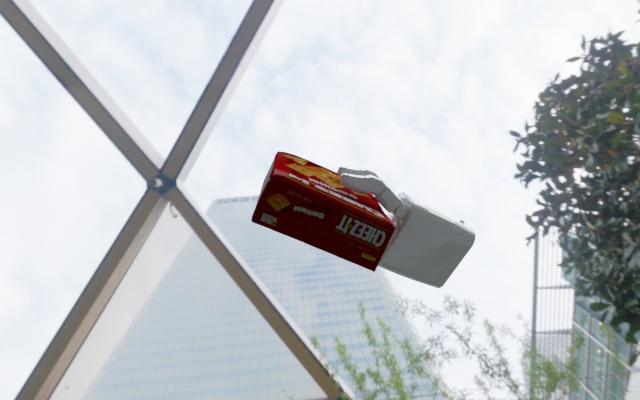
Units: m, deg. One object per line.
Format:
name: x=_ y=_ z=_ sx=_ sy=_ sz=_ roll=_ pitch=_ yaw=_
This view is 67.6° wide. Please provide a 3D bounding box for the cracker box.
cracker box: x=0.000 y=0.002 z=0.661 sx=0.164 sy=0.072 sz=0.213 roll=23 pitch=11 yaw=-8
